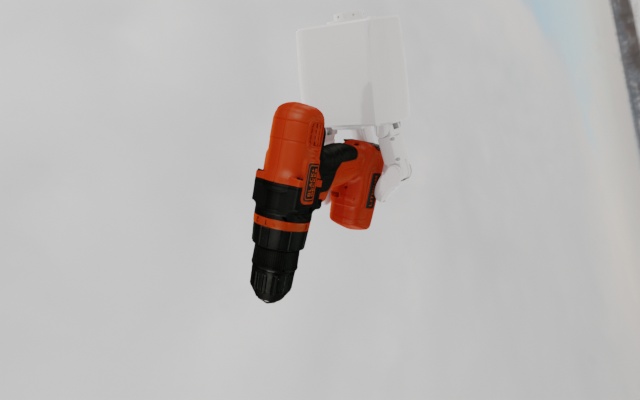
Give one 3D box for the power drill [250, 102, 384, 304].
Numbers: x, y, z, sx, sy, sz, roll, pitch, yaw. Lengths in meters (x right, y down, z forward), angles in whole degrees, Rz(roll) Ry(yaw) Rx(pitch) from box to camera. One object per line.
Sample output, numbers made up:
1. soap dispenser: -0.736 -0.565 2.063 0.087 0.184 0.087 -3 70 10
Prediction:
1. power drill: 0.000 0.001 0.492 0.057 0.184 0.187 16 10 25
